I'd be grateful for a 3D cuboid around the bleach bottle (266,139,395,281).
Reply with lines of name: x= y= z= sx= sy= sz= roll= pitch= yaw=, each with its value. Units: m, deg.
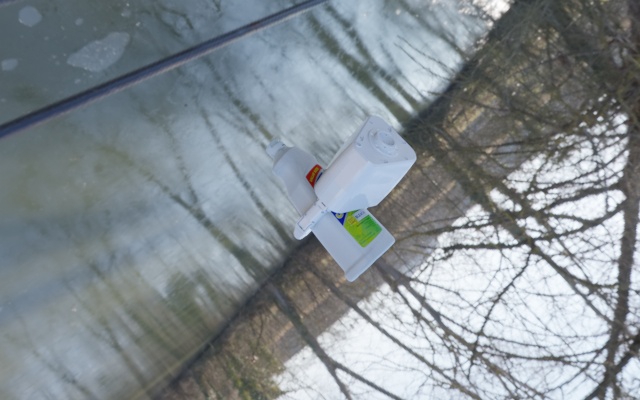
bleach bottle: x=0.000 y=0.003 z=0.758 sx=0.102 sy=0.251 sz=0.068 roll=-34 pitch=-12 yaw=-47
